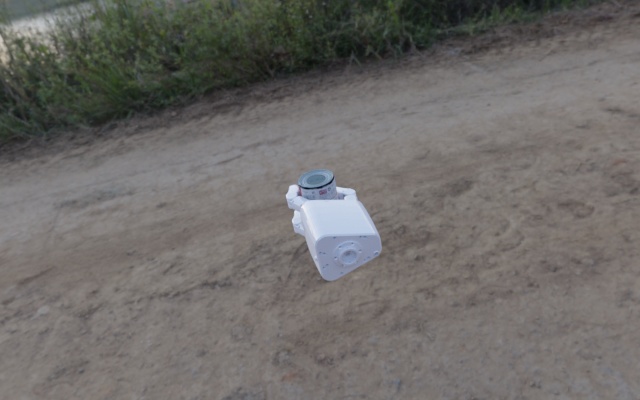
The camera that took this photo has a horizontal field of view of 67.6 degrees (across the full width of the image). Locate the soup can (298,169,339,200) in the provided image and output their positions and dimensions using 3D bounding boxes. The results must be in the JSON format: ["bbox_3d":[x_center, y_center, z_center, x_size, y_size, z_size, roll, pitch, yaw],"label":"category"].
[{"bbox_3d":[0.000,0.002,0.873,0.068,0.102,0.068,-9,31,5],"label":"soup can"}]
